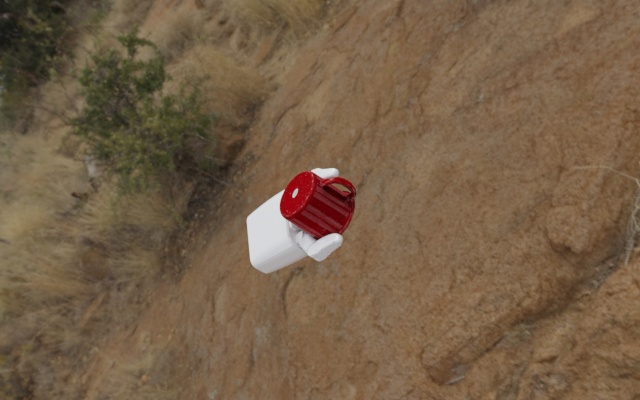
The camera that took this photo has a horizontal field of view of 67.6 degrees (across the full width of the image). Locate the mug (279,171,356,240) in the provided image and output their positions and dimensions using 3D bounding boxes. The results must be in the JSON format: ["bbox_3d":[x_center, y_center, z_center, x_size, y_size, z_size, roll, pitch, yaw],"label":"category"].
[{"bbox_3d":[0.001,0.002,0.720,0.081,0.093,0.117,33,-48,-31],"label":"mug"}]
